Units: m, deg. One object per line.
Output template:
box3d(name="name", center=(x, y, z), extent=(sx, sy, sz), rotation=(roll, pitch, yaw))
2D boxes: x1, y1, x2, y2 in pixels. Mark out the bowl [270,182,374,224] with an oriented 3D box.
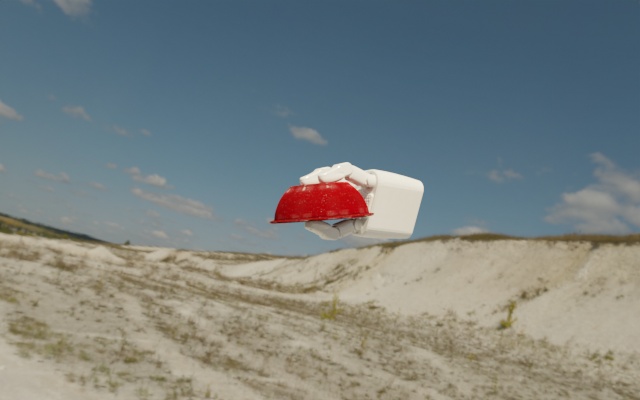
box3d(name="bowl", center=(-0.001, 0.002, 0.738), extent=(0.162, 0.055, 0.162), rotation=(-5, 0, 0))
